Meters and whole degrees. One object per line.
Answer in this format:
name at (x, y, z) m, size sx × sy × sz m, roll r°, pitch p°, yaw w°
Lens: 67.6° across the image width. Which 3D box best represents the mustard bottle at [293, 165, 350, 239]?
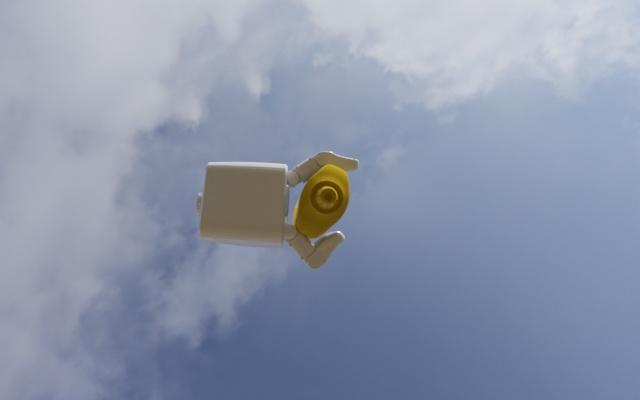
mustard bottle at (0.000, 0.002, 0.624) m, size 0.058 × 0.096 × 0.191 m, roll 28°, pitch -6°, yaw -2°
